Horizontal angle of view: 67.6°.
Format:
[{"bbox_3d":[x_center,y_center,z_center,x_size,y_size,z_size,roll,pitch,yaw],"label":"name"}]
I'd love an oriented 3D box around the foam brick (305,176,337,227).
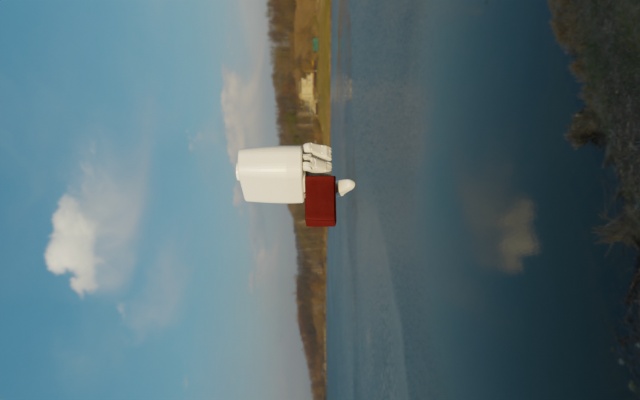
[{"bbox_3d":[0.000,0.003,0.802,0.051,0.078,0.053,-1,-15,0],"label":"foam brick"}]
